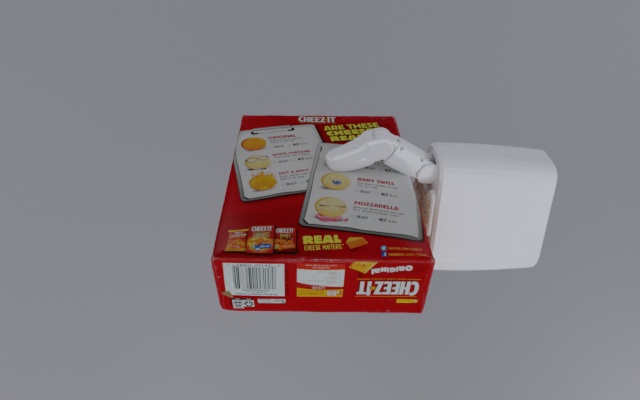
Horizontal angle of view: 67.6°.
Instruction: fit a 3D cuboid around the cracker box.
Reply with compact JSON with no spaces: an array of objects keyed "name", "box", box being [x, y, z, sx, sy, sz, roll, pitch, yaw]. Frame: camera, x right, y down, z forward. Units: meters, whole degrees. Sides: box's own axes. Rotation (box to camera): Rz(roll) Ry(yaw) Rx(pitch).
[{"name":"cracker box","box":[0.000,0.001,0.442,0.164,0.072,0.213,0,38,-2]}]
